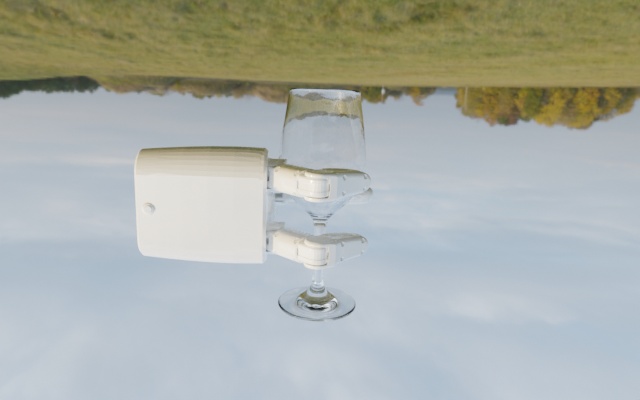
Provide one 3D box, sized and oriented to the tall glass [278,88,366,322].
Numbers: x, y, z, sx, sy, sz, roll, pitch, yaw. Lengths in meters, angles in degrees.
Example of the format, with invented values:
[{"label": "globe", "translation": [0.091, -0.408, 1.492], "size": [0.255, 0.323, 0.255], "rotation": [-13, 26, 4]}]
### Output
[{"label": "tall glass", "translation": [0.000, 0.002, 0.433], "size": [0.079, 0.201, 0.079], "rotation": [2, 13, -1]}]
